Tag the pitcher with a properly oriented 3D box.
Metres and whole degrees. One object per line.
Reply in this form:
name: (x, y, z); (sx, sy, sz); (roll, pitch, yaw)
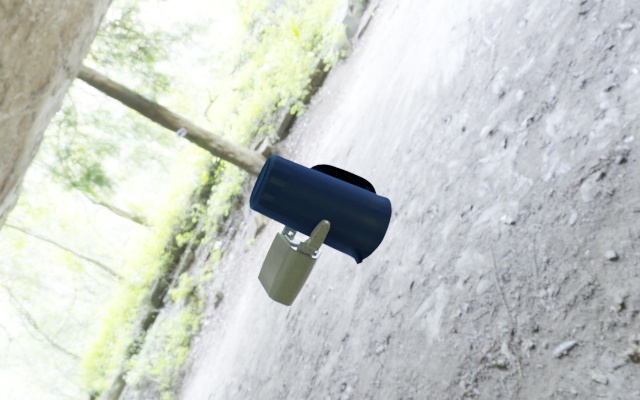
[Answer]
pitcher: (0.000, 0.003, 0.885); (0.243, 0.145, 0.149); (24, 7, -14)
